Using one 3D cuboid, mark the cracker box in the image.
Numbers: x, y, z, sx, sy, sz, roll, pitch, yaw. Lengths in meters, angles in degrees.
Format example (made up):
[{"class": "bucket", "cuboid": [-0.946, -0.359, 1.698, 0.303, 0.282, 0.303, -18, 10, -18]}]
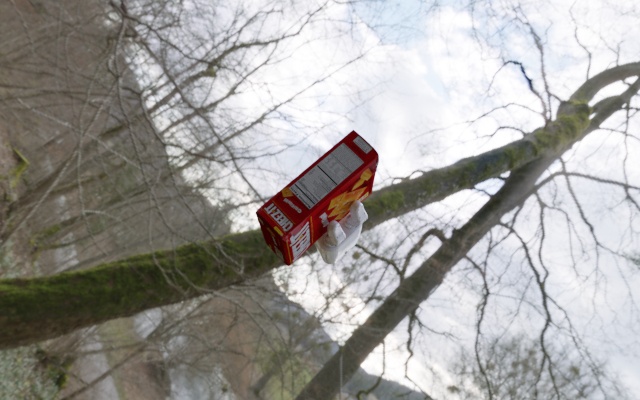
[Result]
[{"class": "cracker box", "cuboid": [0.000, 0.002, 0.814, 0.213, 0.072, 0.164, -41, -17, -15]}]
